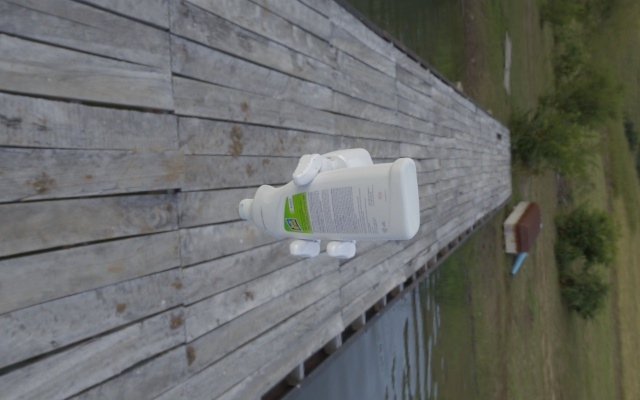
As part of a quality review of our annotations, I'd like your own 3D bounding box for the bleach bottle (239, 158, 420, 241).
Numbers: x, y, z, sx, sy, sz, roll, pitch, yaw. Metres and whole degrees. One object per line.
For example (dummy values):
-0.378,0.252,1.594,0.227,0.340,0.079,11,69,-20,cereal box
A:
0.000,0.002,0.638,0.251,0.102,0.068,-1,12,26,bleach bottle
